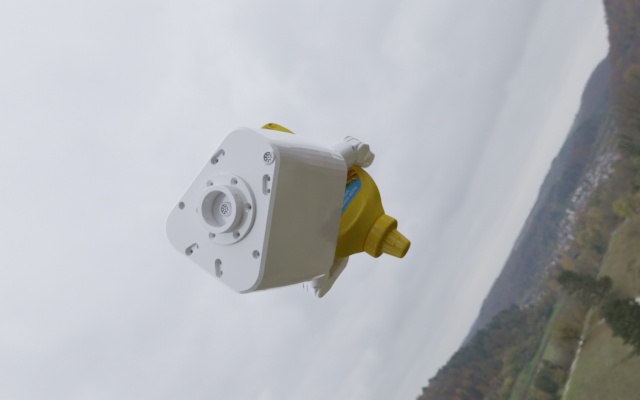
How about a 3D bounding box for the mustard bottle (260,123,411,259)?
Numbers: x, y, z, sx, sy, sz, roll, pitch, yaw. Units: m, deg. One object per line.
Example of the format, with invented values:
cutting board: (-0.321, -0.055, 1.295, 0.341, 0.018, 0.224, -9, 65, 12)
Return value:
mustard bottle: (0.000, 0.001, 0.464, 0.191, 0.096, 0.058, 29, -13, 23)
